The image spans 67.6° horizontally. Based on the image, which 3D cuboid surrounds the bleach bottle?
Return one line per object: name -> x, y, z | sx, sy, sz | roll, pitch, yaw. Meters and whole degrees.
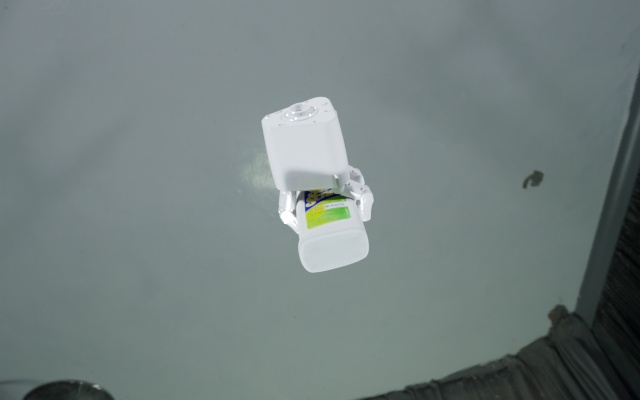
bleach bottle -> 0.000, 0.003, 0.765 | 0.102, 0.068, 0.250 | -14, 35, -3
